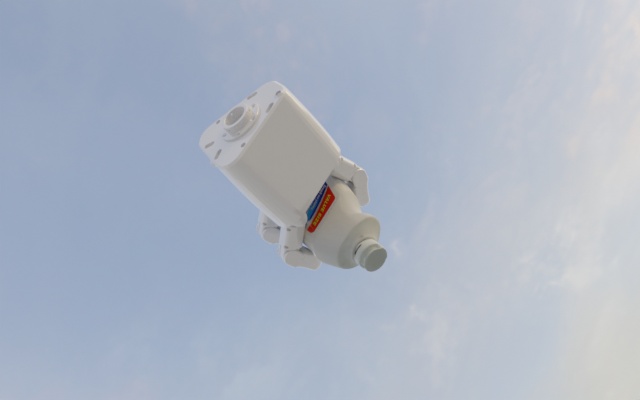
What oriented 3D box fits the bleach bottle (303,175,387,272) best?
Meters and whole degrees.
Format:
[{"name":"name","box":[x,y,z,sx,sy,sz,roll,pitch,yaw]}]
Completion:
[{"name":"bleach bottle","box":[0.000,0.002,0.583,0.068,0.102,0.250,47,-4,-41]}]
